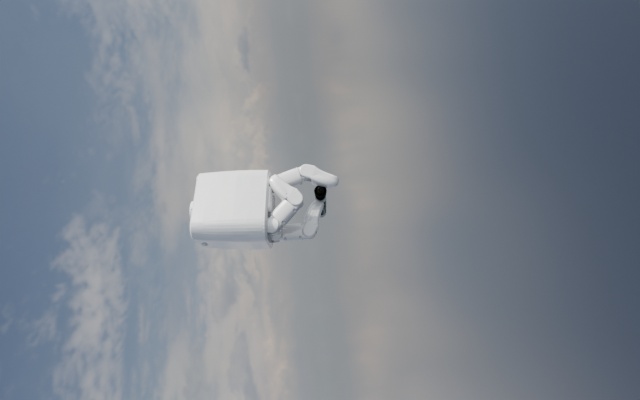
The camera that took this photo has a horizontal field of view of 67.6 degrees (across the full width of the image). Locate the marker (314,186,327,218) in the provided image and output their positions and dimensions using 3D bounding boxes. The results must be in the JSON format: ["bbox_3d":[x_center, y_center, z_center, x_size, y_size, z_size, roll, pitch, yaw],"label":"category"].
[{"bbox_3d":[0.000,0.002,0.754,0.020,0.020,0.121,0,-17,0],"label":"marker"}]
